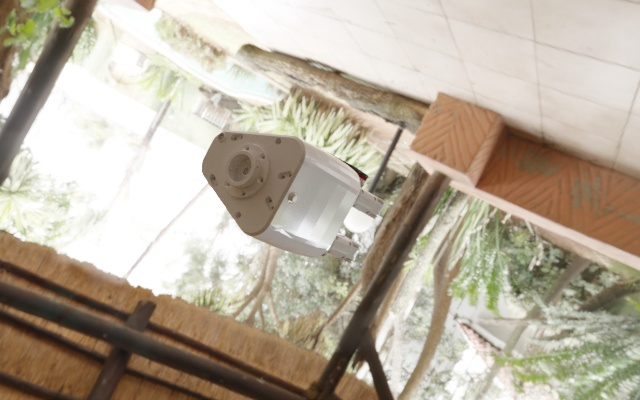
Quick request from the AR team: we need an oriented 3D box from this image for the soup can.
[{"bbox_3d":[0.000,0.002,0.531,0.068,0.102,0.068,29,1,-1],"label":"soup can"}]
